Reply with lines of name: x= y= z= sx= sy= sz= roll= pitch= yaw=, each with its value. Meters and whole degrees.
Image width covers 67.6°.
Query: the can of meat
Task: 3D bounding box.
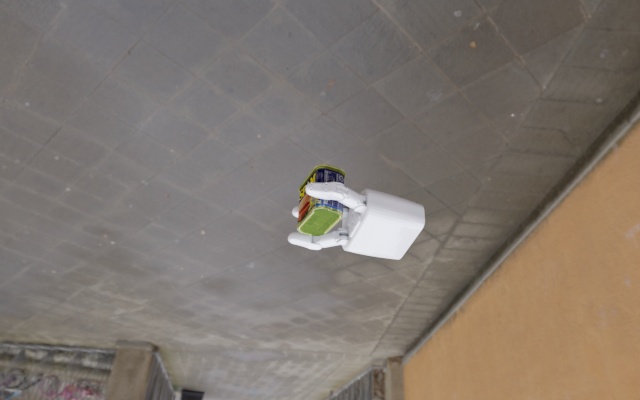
can of meat: x=0.000 y=0.003 z=0.798 sx=0.057 sy=0.084 sz=0.102 roll=15 pitch=-34 yaw=-19
